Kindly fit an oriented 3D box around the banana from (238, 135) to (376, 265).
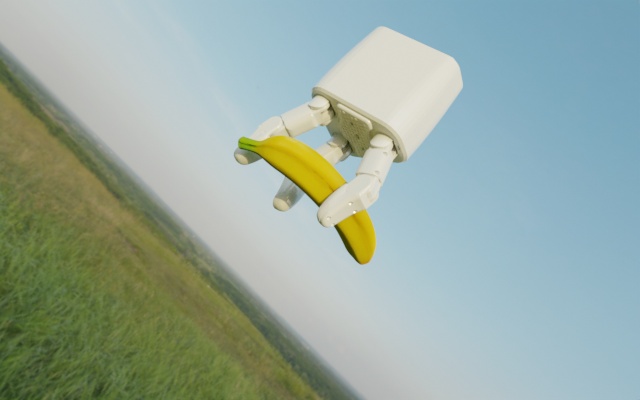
[{"bbox_3d":[0.008,0.000,0.469,0.198,0.037,0.069,47,-21,-25],"label":"banana"}]
